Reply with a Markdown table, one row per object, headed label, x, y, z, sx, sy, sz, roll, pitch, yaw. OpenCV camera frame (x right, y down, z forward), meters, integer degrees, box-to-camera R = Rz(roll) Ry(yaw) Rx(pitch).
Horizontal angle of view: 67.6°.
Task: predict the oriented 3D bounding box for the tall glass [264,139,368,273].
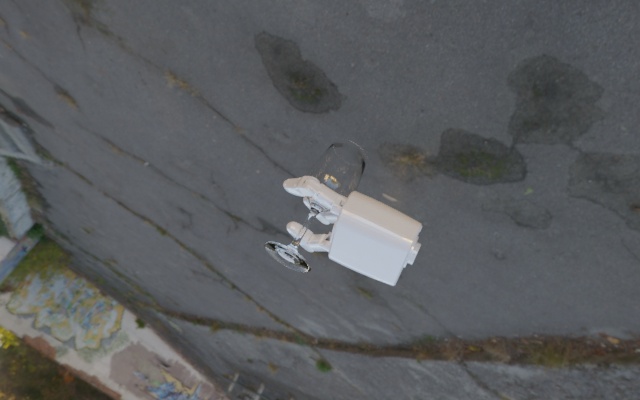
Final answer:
| label | x | y | z | sx | sy | sz | roll | pitch | yaw |
| --- | --- | --- | --- | --- | --- | --- | --- | --- | --- |
| tall glass | 0.000 | 0.003 | 0.704 | 0.079 | 0.201 | 0.079 | 24 | -26 | 13 |
